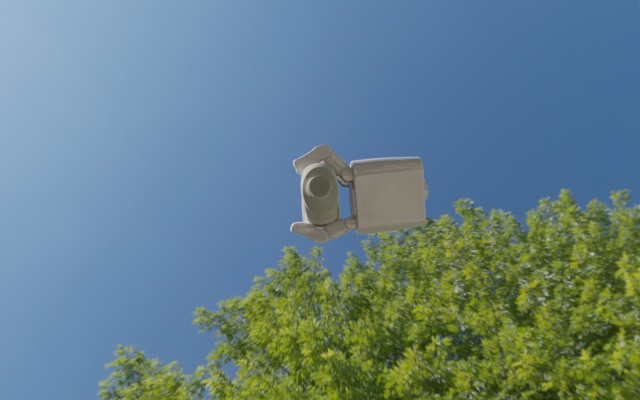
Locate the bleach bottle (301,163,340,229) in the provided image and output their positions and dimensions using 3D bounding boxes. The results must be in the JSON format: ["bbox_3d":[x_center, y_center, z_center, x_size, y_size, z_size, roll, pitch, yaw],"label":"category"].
[{"bbox_3d":[0.000,0.002,0.749,0.068,0.102,0.251,-5,-6,0],"label":"bleach bottle"}]
